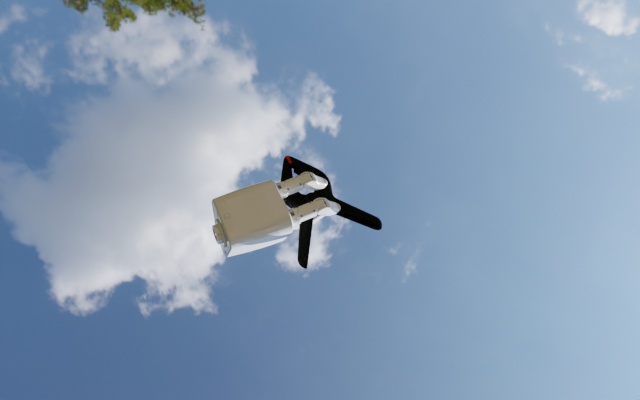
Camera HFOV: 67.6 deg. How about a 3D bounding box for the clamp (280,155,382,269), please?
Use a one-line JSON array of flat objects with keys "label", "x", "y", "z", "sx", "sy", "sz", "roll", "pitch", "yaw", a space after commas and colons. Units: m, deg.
[{"label": "clamp", "x": 0.000, "y": 0.003, "z": 0.844, "sx": 0.164, "sy": 0.210, "sz": 0.036, "roll": -18, "pitch": -26, "yaw": -19}]
